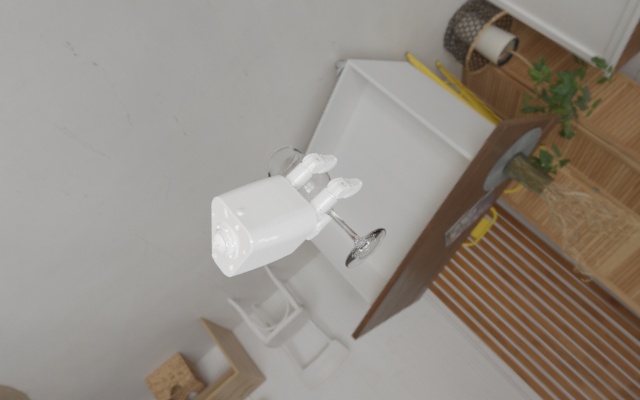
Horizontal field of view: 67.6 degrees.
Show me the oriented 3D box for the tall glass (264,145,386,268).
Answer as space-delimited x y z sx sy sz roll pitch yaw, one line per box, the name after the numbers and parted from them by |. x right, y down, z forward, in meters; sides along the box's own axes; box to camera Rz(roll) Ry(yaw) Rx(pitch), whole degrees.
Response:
0.001 0.003 0.698 0.201 0.079 0.079 46 24 26 | tall glass
